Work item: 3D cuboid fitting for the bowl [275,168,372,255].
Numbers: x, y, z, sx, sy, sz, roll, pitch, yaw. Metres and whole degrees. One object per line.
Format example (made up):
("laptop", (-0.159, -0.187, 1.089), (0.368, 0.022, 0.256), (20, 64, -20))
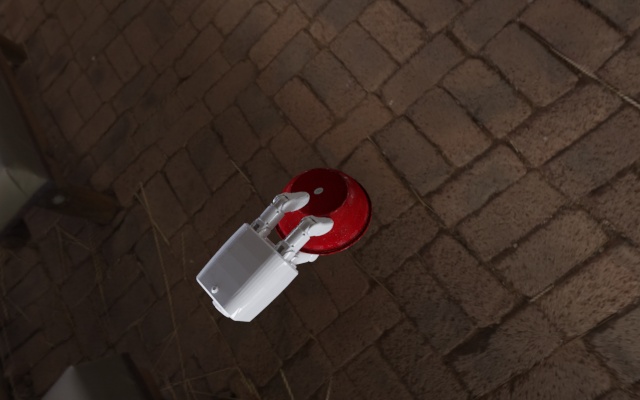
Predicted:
("bowl", (0.001, 0.001, 0.751), (0.162, 0.162, 0.055), (0, -35, 7))
